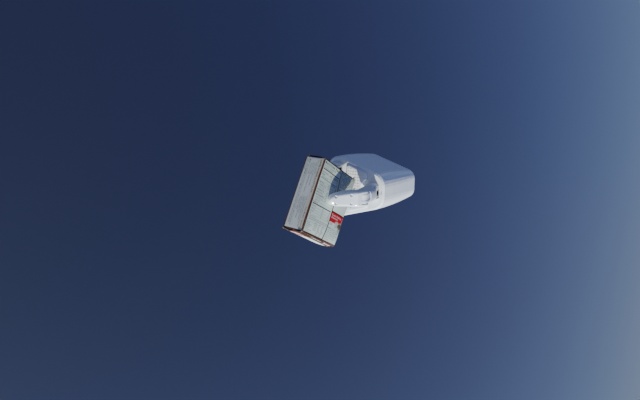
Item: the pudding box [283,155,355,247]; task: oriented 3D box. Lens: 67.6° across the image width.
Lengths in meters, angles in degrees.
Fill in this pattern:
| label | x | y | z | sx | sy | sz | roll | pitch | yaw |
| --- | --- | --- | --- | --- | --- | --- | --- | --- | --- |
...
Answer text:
| label | x | y | z | sx | sy | sz | roll | pitch | yaw |
| --- | --- | --- | --- | --- | --- | --- | --- | --- | --- |
| pudding box | 0.000 | 0.002 | 0.692 | 0.039 | 0.113 | 0.090 | 8 | -14 | 37 |
